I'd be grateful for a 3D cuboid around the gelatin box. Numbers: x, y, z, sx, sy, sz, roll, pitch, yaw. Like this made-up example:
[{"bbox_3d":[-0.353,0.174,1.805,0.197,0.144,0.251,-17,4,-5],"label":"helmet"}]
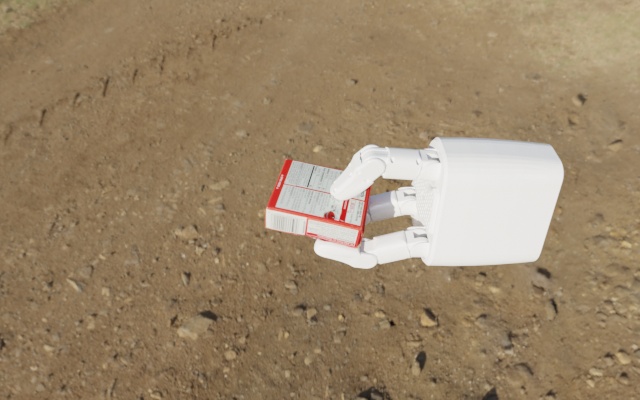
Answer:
[{"bbox_3d":[0.000,0.001,0.446,0.089,0.030,0.073,12,44,3],"label":"gelatin box"}]
